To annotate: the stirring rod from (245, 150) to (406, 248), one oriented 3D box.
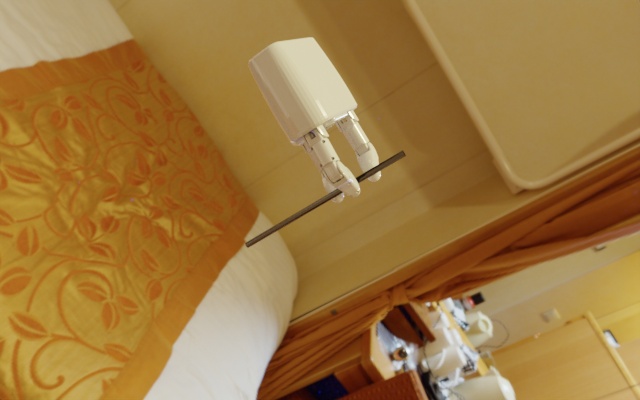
[{"bbox_3d":[0.000,0.002,0.600,0.239,0.011,0.011,-30,-11,19],"label":"stirring rod"}]
